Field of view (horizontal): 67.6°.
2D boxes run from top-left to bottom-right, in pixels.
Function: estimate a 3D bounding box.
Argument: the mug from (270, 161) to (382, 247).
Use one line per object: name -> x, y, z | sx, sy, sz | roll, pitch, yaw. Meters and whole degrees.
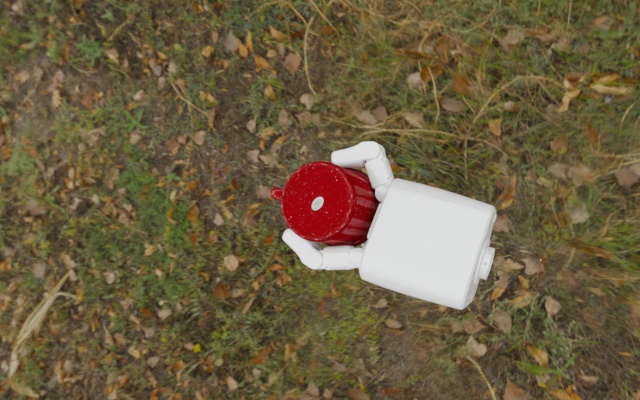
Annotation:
mug -> -0.001, 0.001, 0.512 | 0.117, 0.093, 0.081 | 14, 0, 24
